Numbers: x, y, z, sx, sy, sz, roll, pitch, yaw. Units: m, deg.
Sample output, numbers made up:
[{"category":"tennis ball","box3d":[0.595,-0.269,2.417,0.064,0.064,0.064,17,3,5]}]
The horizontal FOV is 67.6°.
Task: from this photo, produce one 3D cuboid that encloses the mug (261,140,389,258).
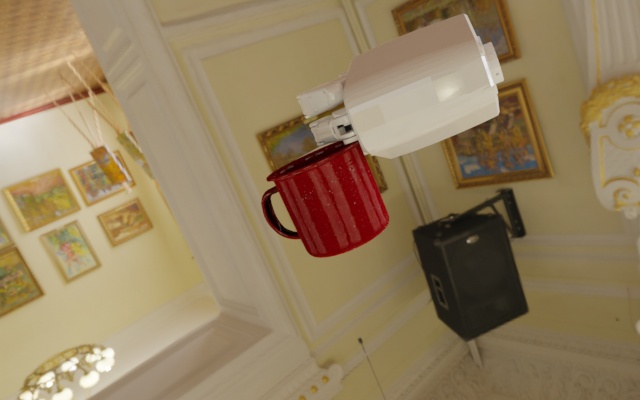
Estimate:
[{"category":"mug","box3d":[-0.001,0.002,0.430,0.117,0.081,0.093,-19,12,23]}]
